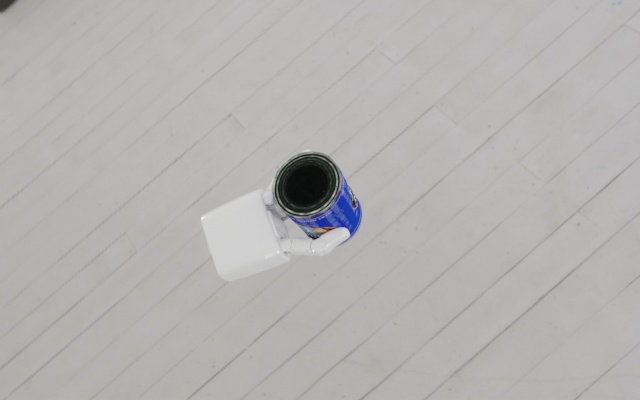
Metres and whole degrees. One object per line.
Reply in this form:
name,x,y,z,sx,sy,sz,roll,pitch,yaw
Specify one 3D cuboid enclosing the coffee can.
coffee can,0.000,0.002,0.727,0.103,0.102,0.140,0,-22,18
